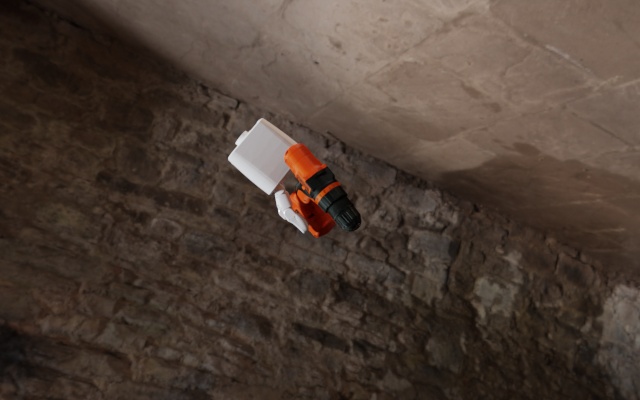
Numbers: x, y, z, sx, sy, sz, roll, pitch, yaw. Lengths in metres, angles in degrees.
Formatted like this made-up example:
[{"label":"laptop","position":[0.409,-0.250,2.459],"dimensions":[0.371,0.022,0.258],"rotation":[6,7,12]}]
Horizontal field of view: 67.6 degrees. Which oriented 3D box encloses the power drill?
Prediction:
[{"label":"power drill","position":[0.000,0.003,0.877],"dimensions":[0.057,0.184,0.188],"rotation":[-33,-16,-18]}]
